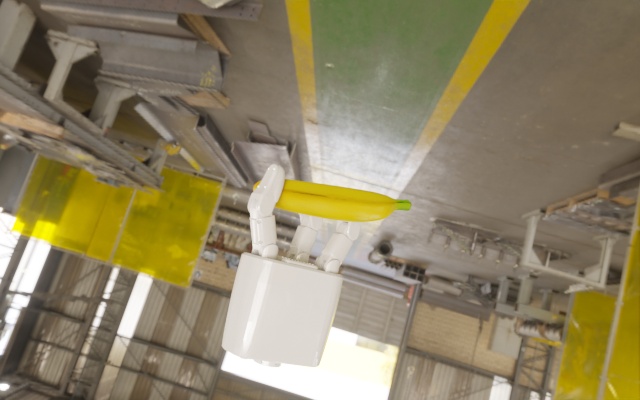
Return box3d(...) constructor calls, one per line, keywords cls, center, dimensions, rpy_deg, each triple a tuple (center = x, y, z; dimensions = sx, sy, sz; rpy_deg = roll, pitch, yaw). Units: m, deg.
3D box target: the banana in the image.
box3d(cls="banana", center=(-0.004, 0.000, 0.533), dimensions=(0.198, 0.037, 0.069), rpy_deg=(9, -3, 24))
